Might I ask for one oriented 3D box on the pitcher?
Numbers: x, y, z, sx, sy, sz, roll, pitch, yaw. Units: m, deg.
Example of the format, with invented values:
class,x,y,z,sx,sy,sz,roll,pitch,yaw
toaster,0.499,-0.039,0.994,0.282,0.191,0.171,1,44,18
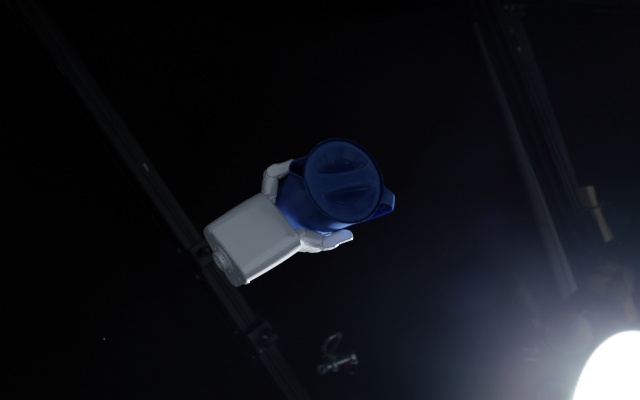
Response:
class,x,y,z,sx,sy,sz,roll,pitch,yaw
pitcher,0.000,0.003,0.810,0.145,0.149,0.243,-33,0,-29
